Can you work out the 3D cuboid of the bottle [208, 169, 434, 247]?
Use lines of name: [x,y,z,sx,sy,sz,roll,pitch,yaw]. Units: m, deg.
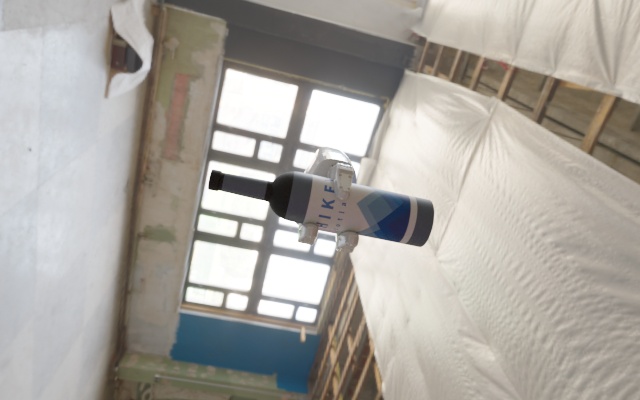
bottle: [0.000,0.002,0.636,0.296,0.069,0.069,12,-2,-8]
